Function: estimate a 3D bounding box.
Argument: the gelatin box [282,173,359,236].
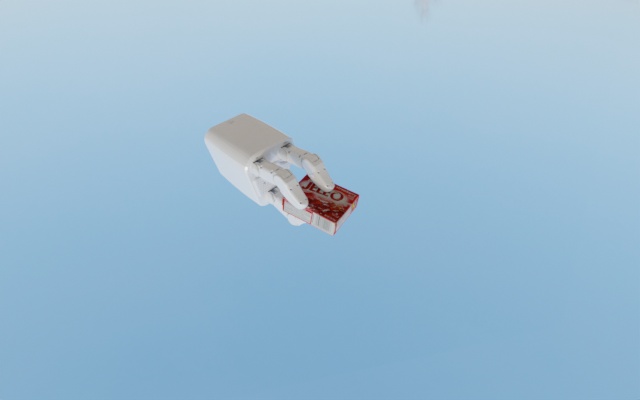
[{"bbox_3d":[0.000,0.003,0.692,0.089,0.030,0.073,26,45,17],"label":"gelatin box"}]
